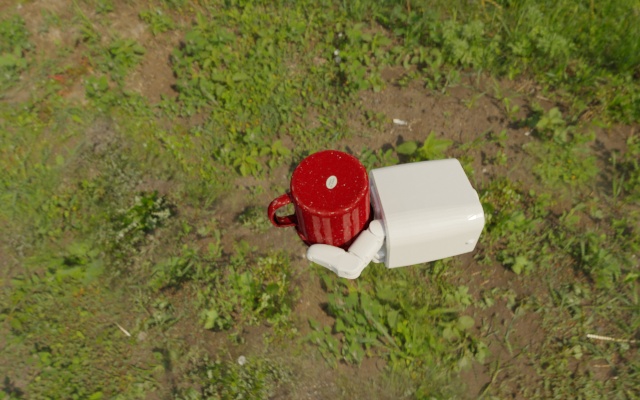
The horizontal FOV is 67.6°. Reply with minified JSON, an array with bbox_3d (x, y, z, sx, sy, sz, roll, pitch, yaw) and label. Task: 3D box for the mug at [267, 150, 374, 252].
[{"bbox_3d":[-0.001,0.002,0.515,0.117,0.093,0.081,-11,-30,-1],"label":"mug"}]
